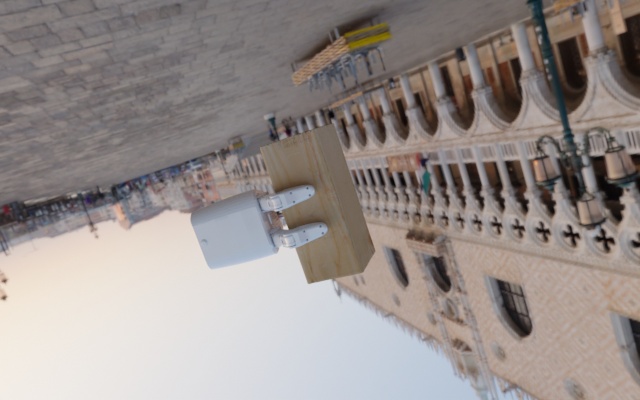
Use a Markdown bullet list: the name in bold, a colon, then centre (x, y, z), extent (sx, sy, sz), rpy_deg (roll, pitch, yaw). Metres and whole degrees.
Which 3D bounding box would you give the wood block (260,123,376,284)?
- **wood block**: centre (0.000, 0.002, 0.693), extent (0.090, 0.206, 0.091), rpy_deg (-16, 9, 20)
